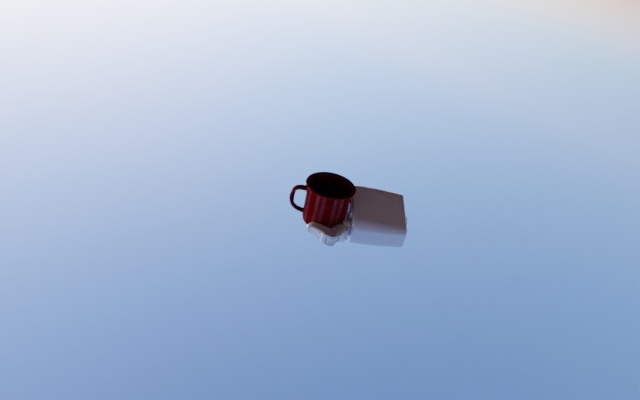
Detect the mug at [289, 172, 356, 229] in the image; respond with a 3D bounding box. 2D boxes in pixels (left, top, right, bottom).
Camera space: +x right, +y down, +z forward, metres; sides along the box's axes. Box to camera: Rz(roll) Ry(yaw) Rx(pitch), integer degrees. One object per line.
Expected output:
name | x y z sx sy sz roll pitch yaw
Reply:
mug | -0.001 0.003 0.887 0.117 0.081 0.093 9 33 -7
